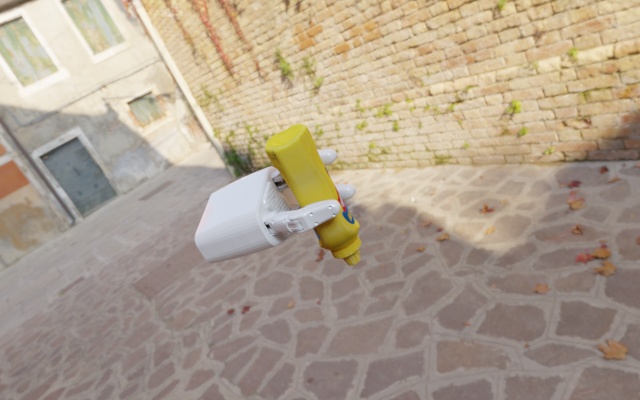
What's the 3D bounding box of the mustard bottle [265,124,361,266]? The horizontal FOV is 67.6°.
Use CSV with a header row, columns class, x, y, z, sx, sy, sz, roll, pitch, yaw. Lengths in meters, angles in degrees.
class,x,y,z,sx,sy,sz,roll,pitch,yaw
mustard bottle,0.000,0.002,0.597,0.058,0.192,0.096,-28,19,1
